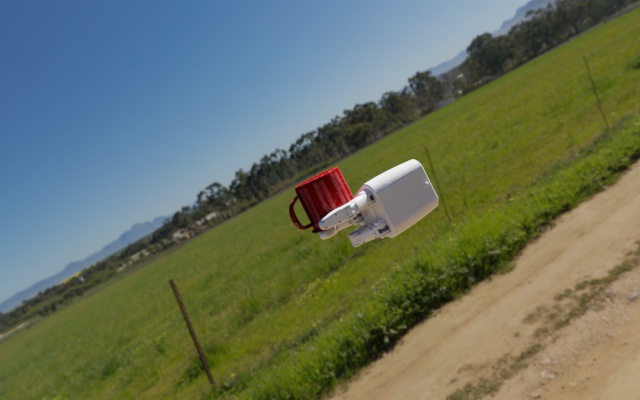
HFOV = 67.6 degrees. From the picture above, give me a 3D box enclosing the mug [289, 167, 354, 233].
[{"bbox_3d":[-0.001,0.003,0.783,0.117,0.081,0.093,-29,6,-21],"label":"mug"}]
